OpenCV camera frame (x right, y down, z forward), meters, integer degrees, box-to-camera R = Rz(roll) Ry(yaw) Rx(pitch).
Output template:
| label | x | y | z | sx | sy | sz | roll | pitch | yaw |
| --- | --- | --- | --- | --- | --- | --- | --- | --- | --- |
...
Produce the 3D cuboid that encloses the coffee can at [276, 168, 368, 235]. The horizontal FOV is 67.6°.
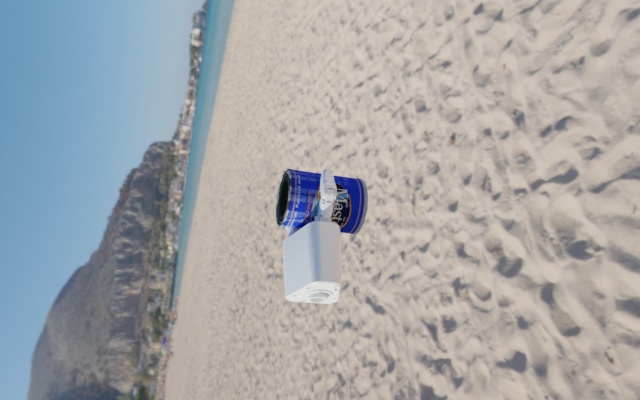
| label | x | y | z | sx | sy | sz | roll | pitch | yaw |
| --- | --- | --- | --- | --- | --- | --- | --- | --- | --- |
| coffee can | 0.000 | 0.003 | 0.846 | 0.140 | 0.103 | 0.103 | 7 | -2 | -16 |
